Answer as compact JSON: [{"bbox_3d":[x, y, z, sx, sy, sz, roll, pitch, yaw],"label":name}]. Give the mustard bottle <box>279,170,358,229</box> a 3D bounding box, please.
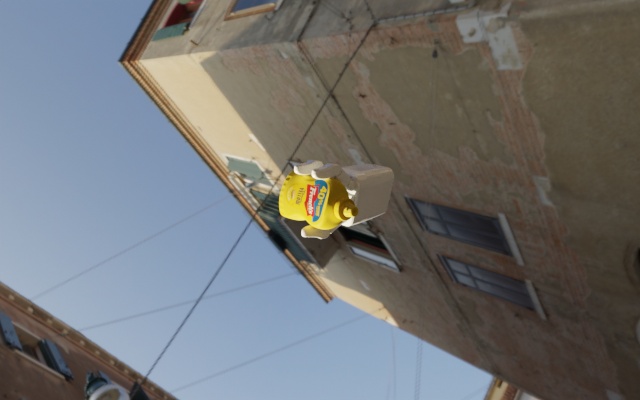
[{"bbox_3d":[0.000,0.003,0.894,0.058,0.096,0.191,17,0,-41],"label":"mustard bottle"}]
